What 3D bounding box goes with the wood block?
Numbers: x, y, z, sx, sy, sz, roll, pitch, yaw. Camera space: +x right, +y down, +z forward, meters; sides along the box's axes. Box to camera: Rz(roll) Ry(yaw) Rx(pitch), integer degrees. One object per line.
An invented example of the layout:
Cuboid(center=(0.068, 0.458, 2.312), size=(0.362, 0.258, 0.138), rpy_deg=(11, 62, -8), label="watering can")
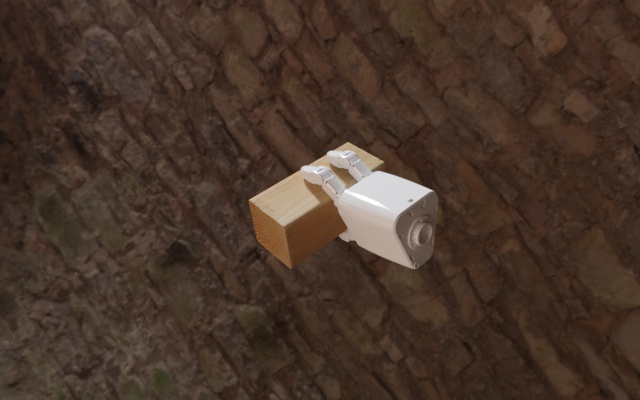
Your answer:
Cuboid(center=(0.001, 0.003, 0.759), size=(0.206, 0.091, 0.090), rpy_deg=(-32, 47, -28), label="wood block")
